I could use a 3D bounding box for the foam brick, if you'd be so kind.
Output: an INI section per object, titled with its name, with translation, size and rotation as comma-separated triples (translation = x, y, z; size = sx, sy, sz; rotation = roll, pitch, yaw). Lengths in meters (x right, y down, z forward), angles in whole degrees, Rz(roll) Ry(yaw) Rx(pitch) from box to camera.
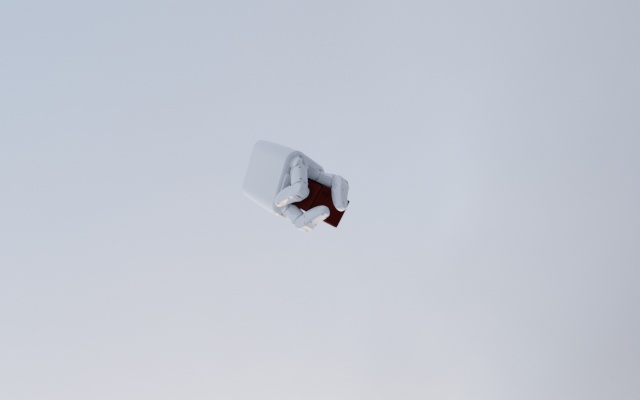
[foam brick]
translation = 0.000, 0.003, 0.797
size = 0.051, 0.053, 0.078
rotation = 25, -5, 44
